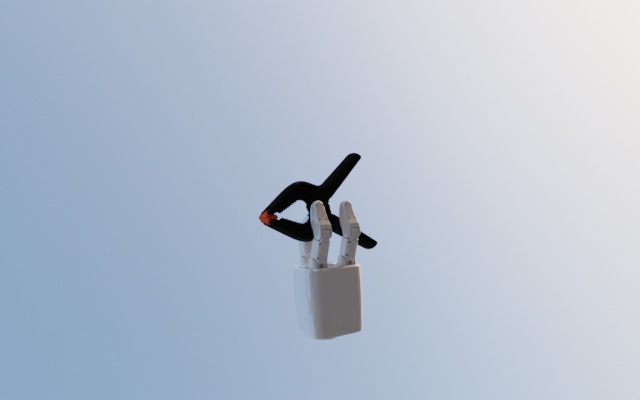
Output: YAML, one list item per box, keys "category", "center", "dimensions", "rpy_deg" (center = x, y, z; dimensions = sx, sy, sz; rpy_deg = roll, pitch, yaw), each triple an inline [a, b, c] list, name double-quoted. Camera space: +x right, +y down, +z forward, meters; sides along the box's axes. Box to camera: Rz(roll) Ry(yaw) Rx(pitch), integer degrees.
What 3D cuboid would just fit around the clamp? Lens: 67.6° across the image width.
- category: "clamp"
  center: [-0.001, 0.003, 0.763]
  dimensions: [0.210, 0.164, 0.036]
  rpy_deg: [-2, -7, -34]
